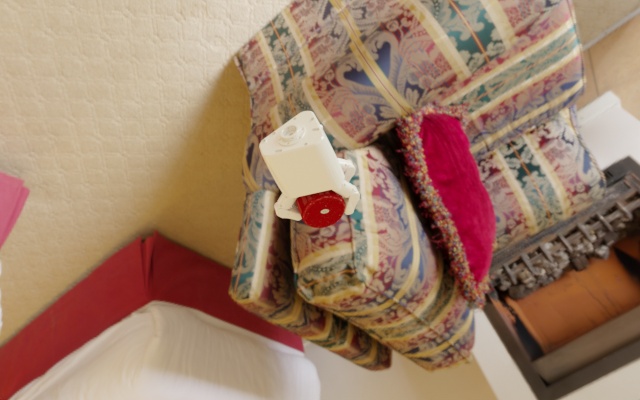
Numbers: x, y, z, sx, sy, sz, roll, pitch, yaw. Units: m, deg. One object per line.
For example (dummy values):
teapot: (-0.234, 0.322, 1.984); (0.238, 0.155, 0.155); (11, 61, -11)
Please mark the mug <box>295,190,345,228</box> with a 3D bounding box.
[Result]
mug: (0.001, 0.004, 0.877); (0.093, 0.081, 0.117); (-25, -44, 4)
